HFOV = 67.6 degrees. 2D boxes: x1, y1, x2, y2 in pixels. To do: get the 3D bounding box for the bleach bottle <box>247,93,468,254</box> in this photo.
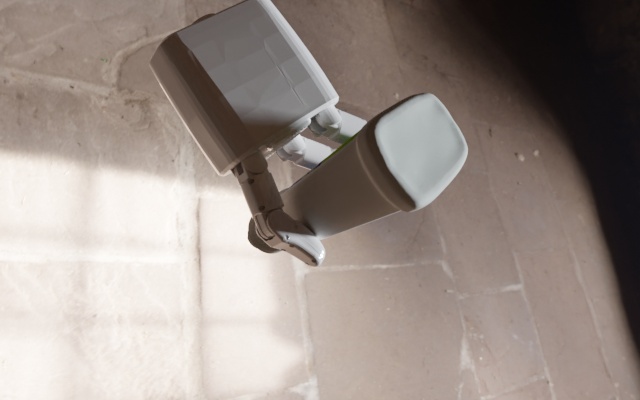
[{"bbox_3d":[0.000,0.001,0.416,0.102,0.068,0.251,-37,5,-41],"label":"bleach bottle"}]
